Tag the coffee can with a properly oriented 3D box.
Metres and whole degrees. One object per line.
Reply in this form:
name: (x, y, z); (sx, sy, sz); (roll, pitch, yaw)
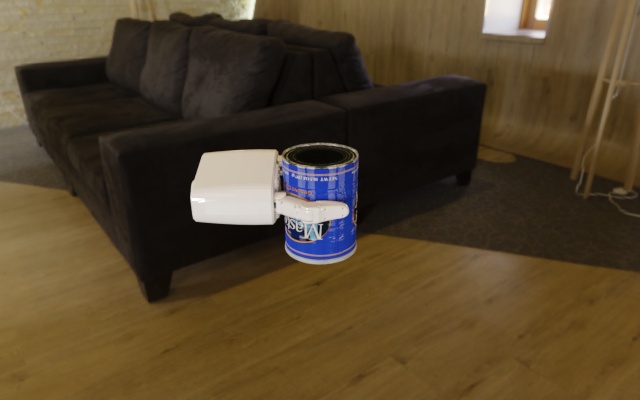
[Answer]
coffee can: (0.000, 0.002, 0.660); (0.103, 0.140, 0.102); (0, 24, 0)
